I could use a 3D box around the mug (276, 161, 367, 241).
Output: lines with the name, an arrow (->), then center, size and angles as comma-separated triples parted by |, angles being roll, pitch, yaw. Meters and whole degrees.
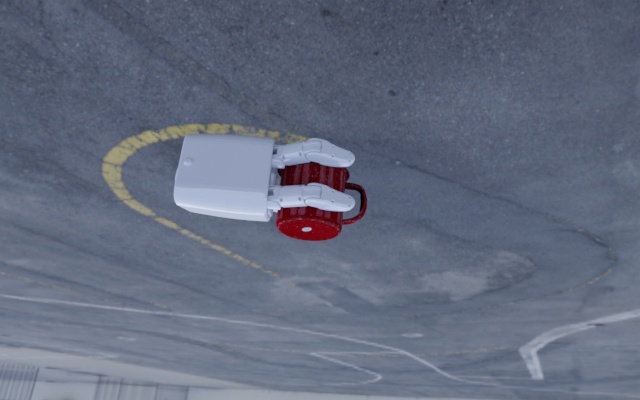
mug -> 0.002, 0.002, 0.600 | 0.117, 0.081, 0.093 | 5, -24, -1
